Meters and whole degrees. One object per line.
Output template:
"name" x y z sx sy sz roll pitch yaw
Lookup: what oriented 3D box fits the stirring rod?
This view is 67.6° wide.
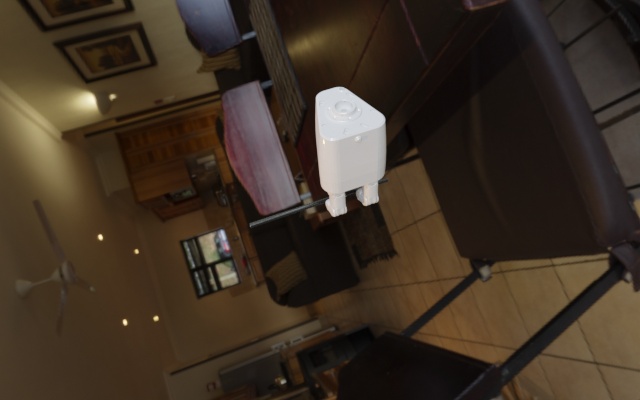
"stirring rod" 0.000 0.002 0.782 0.239 0.011 0.011 -19 4 -11
